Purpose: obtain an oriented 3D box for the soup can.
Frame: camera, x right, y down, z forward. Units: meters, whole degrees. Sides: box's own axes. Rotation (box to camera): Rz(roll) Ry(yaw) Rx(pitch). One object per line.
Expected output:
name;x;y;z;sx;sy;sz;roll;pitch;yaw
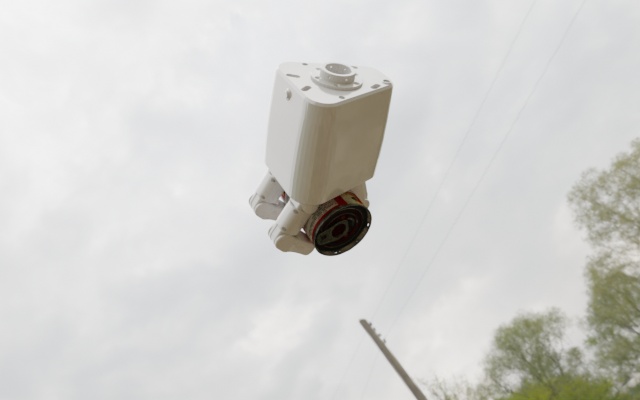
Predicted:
soup can;0.000;0.002;0.520;0.068;0.068;0.102;0;36;-36
